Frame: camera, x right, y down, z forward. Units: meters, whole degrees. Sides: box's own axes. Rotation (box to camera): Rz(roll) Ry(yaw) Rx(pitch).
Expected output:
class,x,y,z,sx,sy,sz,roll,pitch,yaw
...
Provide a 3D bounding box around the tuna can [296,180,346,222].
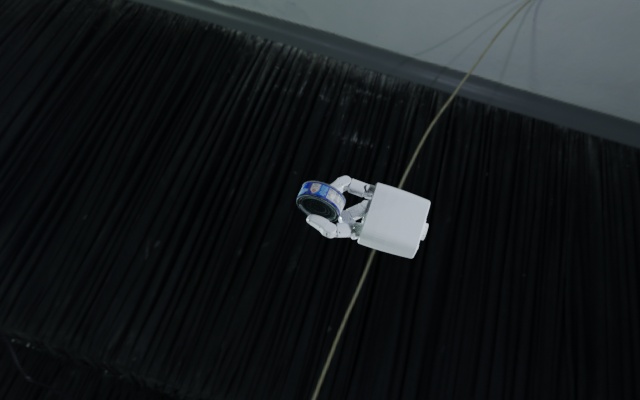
class,x,y,z,sx,sy,sz,roll,pitch,yaw
tuna can,0.000,0.003,0.869,0.086,0.033,0.086,19,-29,11
